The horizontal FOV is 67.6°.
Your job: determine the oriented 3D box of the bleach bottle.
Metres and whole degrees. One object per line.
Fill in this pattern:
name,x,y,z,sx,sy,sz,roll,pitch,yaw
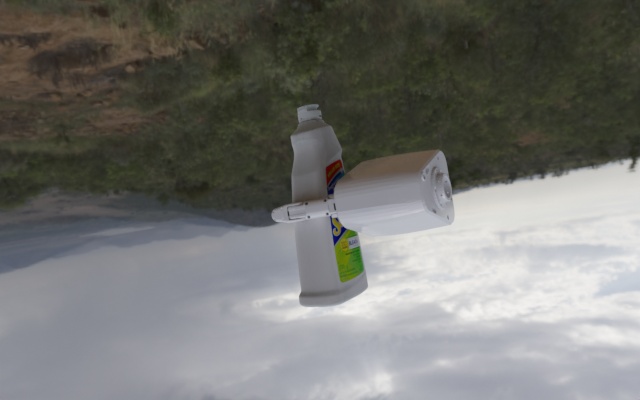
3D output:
bleach bottle,0.000,0.002,0.617,0.068,0.251,0.102,-10,0,33
